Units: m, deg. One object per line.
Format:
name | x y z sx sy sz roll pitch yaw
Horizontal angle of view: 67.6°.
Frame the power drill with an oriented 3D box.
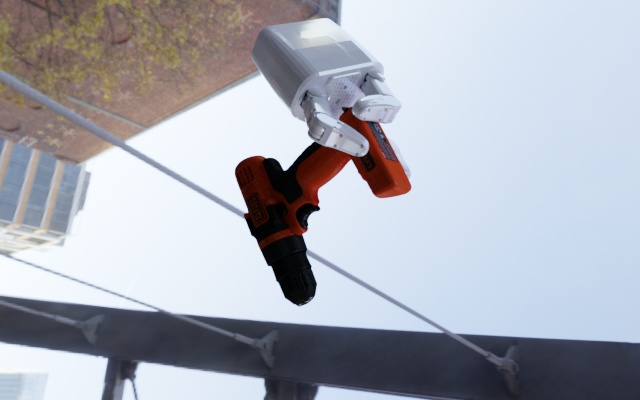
power drill | 0.000 0.001 0.521 0.188 0.184 0.057 -31 -15 25
